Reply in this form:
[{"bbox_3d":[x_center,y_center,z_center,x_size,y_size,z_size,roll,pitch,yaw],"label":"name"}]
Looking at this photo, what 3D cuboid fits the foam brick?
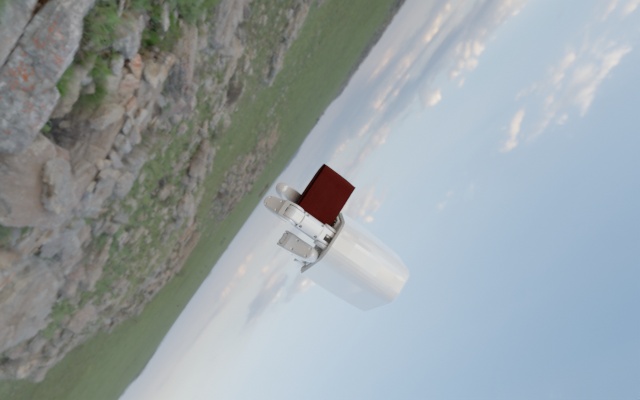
[{"bbox_3d":[0.000,0.002,0.617,0.051,0.078,0.053,34,-11,-4],"label":"foam brick"}]
